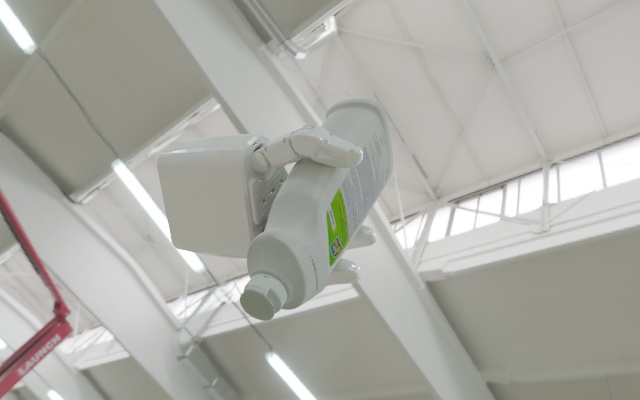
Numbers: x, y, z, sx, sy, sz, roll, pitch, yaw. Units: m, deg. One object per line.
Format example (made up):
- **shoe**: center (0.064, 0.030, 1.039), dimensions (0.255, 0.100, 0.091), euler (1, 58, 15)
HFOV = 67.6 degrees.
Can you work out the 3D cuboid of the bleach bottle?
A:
- **bleach bottle**: center (0.000, 0.001, 0.428), dimensions (0.068, 0.103, 0.250), euler (0, 32, 26)
